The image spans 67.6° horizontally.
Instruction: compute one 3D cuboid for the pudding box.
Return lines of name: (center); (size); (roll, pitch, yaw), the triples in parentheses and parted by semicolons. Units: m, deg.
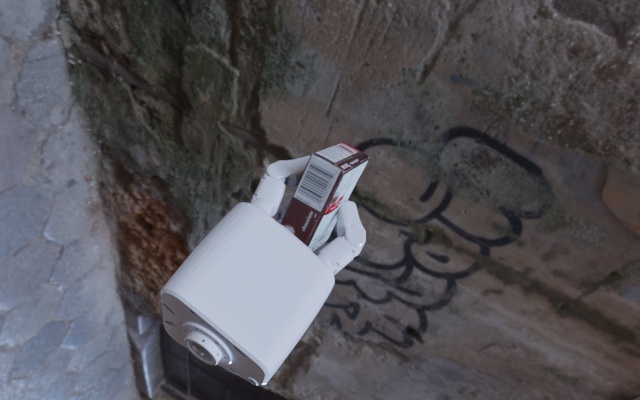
pudding box: (0.000, 0.002, 0.486); (0.039, 0.113, 0.090); (32, 22, 10)
